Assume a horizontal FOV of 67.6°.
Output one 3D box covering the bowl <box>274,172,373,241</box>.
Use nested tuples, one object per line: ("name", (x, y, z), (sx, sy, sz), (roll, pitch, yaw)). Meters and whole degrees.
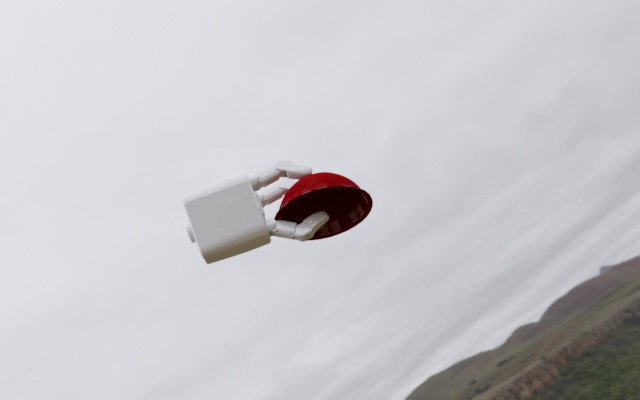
("bowl", (0.001, 0.002, 0.769), (0.162, 0.055, 0.162), (-10, -31, -6))
